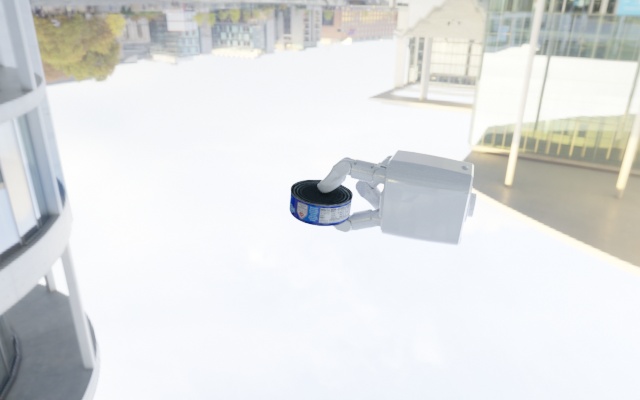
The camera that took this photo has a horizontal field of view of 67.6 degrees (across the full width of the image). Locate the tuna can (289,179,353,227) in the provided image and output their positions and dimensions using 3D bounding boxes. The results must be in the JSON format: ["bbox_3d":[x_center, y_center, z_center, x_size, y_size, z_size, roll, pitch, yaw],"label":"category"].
[{"bbox_3d":[0.000,0.003,0.653,0.086,0.034,0.086,6,24,-3],"label":"tuna can"}]
